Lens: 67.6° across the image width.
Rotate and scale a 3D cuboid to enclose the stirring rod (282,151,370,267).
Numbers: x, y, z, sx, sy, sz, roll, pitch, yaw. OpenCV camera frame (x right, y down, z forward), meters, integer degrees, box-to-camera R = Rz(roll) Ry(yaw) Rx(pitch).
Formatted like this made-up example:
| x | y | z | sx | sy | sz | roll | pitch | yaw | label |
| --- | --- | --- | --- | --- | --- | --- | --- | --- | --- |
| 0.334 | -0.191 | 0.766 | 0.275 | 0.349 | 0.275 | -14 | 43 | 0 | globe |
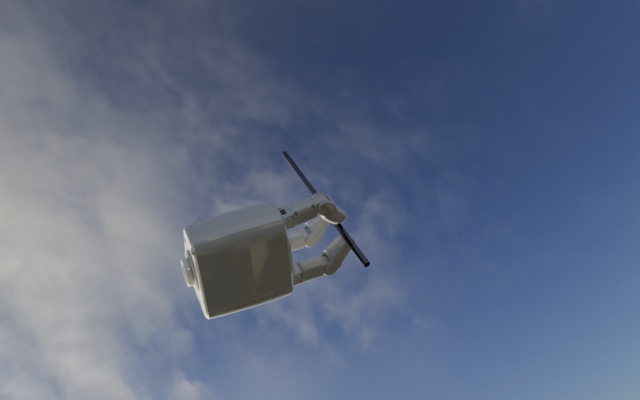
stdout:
| x | y | z | sx | sy | sz | roll | pitch | yaw | label |
| --- | --- | --- | --- | --- | --- | --- | --- | --- | --- |
| 0.000 | 0.002 | 0.630 | 0.011 | 0.011 | 0.239 | 0 | 37 | -34 | stirring rod |
